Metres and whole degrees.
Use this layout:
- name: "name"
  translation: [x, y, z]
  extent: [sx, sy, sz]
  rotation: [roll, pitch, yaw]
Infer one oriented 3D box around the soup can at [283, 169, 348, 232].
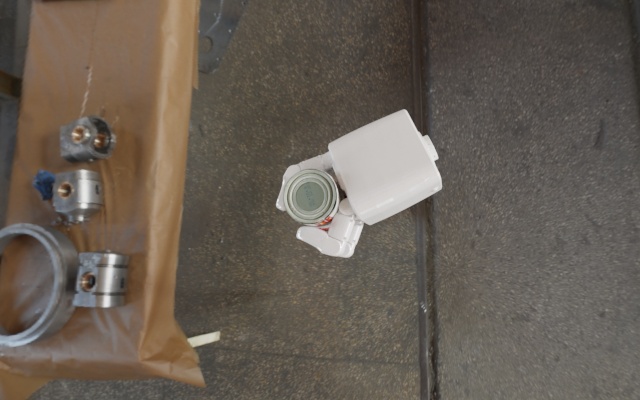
- name: "soup can"
  translation: [0.000, 0.002, 0.603]
  extent: [0.068, 0.068, 0.102]
  rotation: [0, -8, 15]
